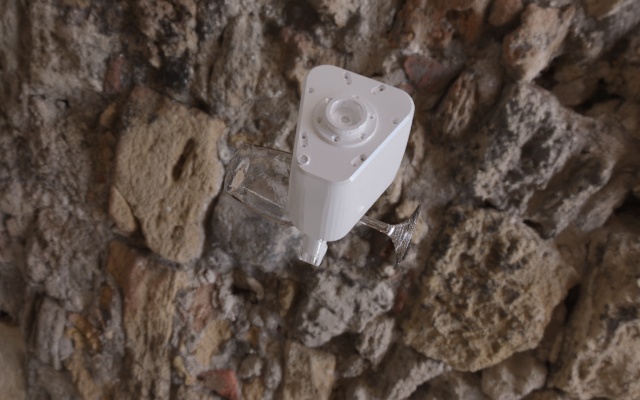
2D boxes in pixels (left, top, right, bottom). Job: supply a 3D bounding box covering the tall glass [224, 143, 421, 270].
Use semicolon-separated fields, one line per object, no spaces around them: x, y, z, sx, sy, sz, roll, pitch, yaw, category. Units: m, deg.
0.001;0.002;0.513;0.201;0.079;0.079;22;3;8;tall glass
